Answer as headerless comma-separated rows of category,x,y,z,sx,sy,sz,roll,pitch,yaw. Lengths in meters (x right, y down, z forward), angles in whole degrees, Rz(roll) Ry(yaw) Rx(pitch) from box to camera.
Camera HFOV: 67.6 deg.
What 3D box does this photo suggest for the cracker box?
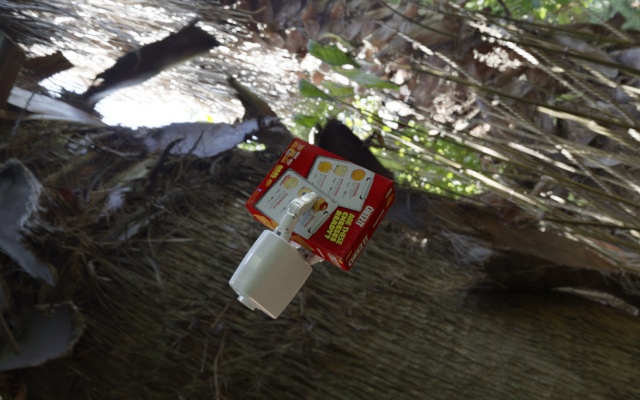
cracker box,0.000,0.003,0.849,0.213,0.164,0.072,27,-18,25
